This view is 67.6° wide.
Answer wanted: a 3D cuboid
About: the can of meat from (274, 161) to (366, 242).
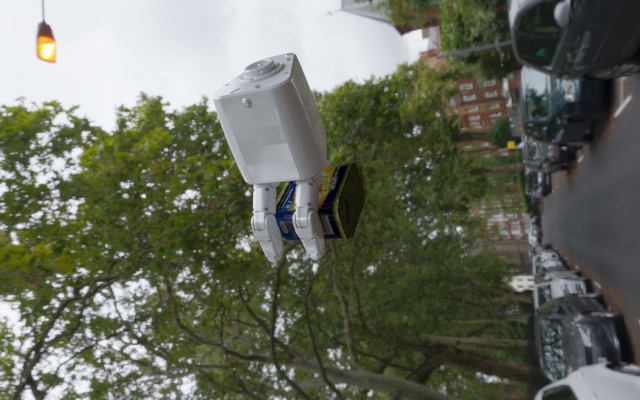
[{"bbox_3d":[0.000,0.002,0.566,0.084,0.057,0.102,-4,38,24],"label":"can of meat"}]
